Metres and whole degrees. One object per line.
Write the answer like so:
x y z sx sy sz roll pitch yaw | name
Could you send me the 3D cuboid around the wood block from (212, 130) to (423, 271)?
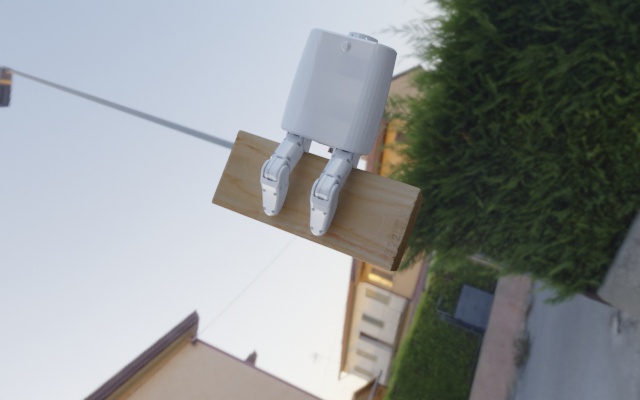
0.000 0.001 0.534 0.206 0.090 0.091 20 -2 16 | wood block
